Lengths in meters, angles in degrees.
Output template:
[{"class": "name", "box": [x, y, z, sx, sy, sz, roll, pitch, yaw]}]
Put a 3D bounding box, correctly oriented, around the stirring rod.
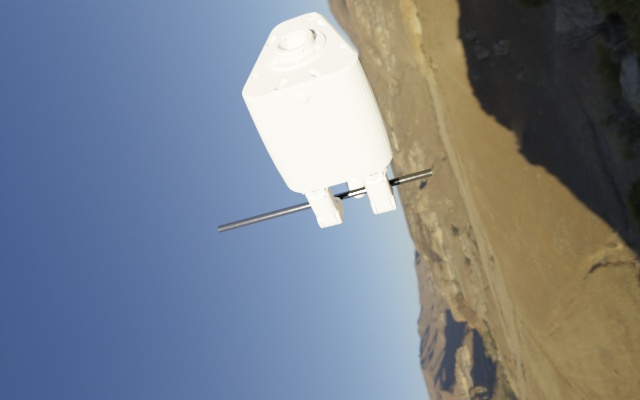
[{"class": "stirring rod", "box": [0.000, 0.002, 0.514, 0.239, 0.011, 0.011, -15, -3, 12]}]
